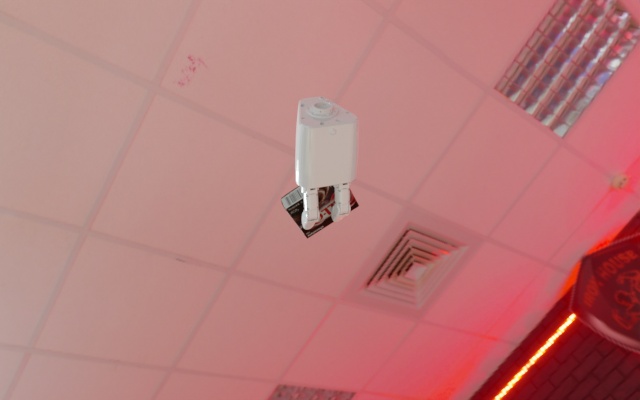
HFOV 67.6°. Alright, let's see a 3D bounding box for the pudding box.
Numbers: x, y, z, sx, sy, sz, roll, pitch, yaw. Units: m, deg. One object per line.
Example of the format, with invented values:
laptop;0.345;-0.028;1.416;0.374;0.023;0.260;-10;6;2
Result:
pudding box;0.000;0.003;0.827;0.113;0.090;0.039;-31;43;2
